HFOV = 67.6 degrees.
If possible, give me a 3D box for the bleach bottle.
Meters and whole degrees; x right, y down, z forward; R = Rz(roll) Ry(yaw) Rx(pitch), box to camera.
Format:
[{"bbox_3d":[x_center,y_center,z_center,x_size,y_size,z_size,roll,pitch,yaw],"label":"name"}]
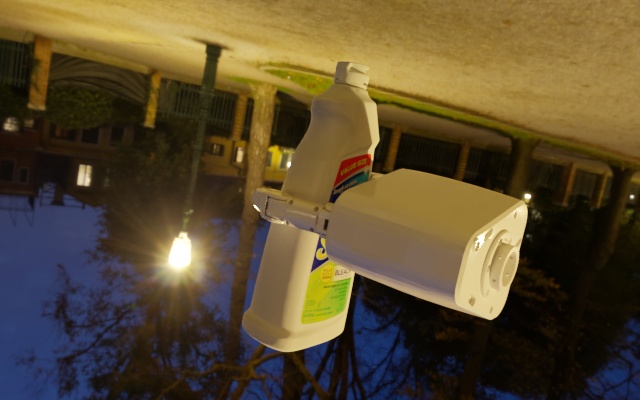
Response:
[{"bbox_3d":[0.000,0.001,0.434,0.068,0.251,0.102,17,10,38],"label":"bleach bottle"}]
